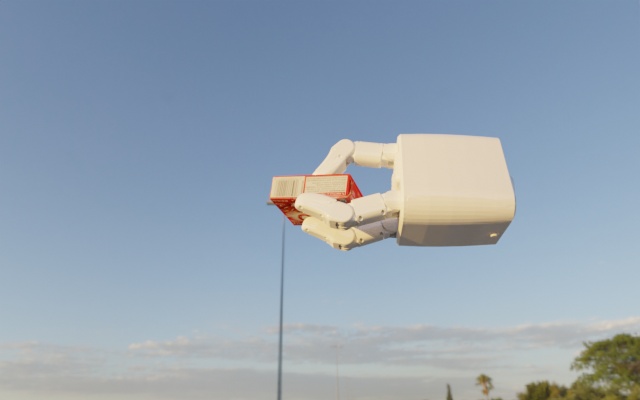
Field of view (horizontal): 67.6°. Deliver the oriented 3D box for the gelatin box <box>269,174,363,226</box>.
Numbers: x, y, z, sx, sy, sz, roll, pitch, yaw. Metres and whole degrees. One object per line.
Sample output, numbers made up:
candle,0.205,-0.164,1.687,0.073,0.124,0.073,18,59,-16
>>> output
gelatin box,0.000,0.001,0.514,0.089,0.030,0.073,-1,-25,19
